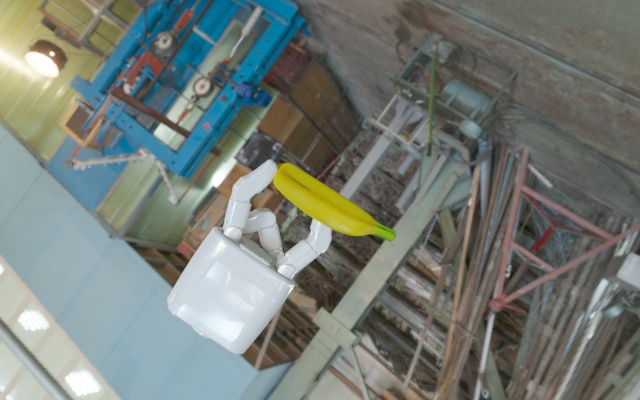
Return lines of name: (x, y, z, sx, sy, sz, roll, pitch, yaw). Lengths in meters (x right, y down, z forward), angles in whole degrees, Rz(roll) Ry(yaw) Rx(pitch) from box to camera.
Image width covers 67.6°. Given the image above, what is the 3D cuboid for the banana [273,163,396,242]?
banana: (-0.008, -0.004, 0.526, 0.197, 0.037, 0.070, 34, 0, 43)
